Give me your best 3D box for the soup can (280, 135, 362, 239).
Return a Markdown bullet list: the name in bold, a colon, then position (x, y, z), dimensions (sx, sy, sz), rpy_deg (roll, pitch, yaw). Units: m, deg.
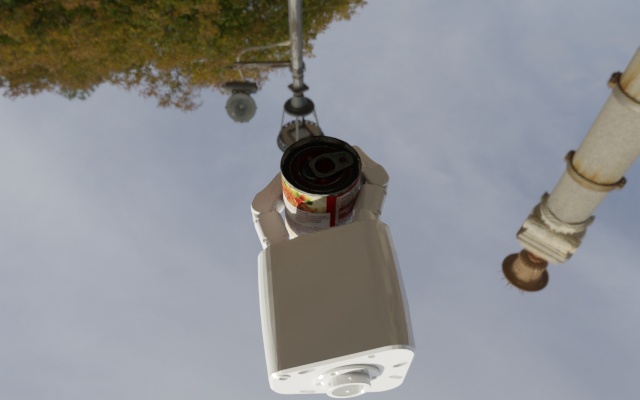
- **soup can**: position (0.000, 0.001, 0.434), dimensions (0.068, 0.068, 0.102), rpy_deg (0, -39, -1)
